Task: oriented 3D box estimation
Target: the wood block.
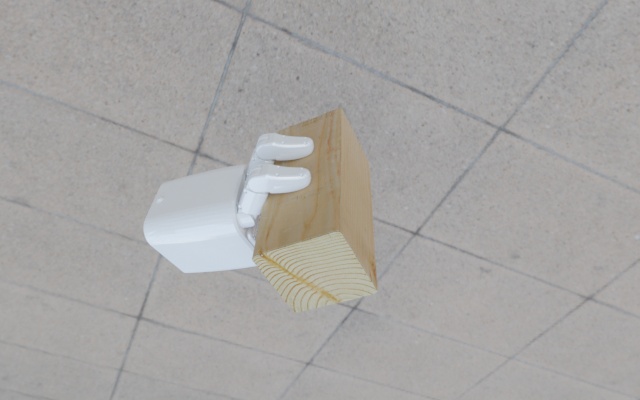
[{"bbox_3d":[0.000,0.002,0.511,0.090,0.091,0.206,-18,38,17],"label":"wood block"}]
